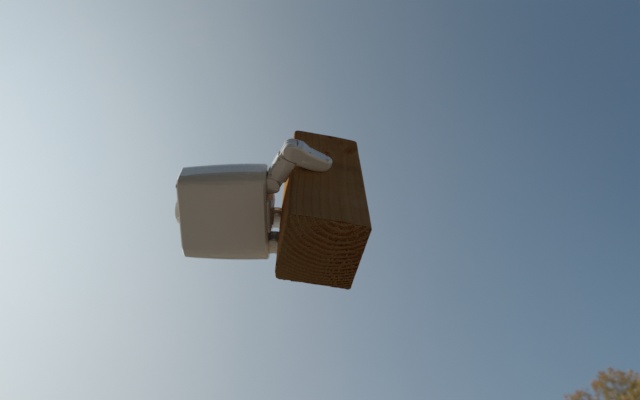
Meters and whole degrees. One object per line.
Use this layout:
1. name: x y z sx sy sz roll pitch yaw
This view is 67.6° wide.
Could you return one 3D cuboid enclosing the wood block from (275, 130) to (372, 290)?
1. wood block: 0.000 0.002 0.592 0.090 0.091 0.206 10 32 -7
